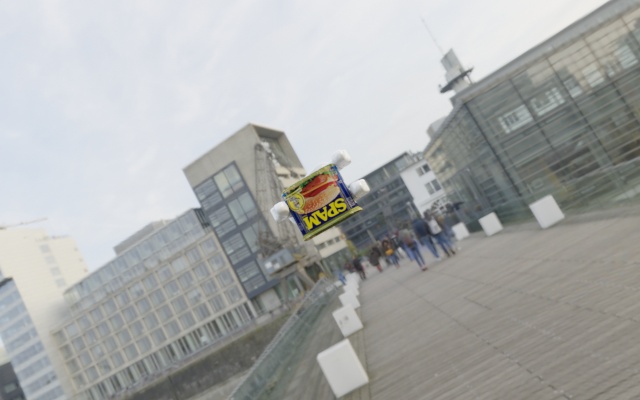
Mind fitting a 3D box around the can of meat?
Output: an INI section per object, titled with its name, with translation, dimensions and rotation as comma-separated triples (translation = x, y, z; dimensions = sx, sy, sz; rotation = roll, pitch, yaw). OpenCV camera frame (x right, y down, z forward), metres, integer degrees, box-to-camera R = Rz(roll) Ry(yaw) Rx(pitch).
[can of meat]
translation = 0.000, 0.002, 0.742
dimensions = 0.102, 0.084, 0.057
rotation = -29, -7, 7
